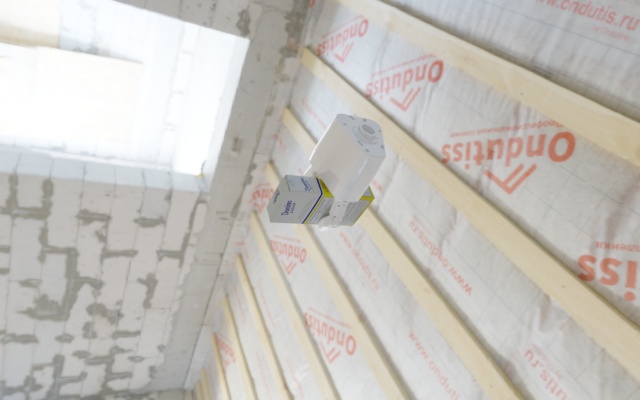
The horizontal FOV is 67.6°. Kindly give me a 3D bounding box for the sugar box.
[{"bbox_3d":[0.000,0.002,0.869,0.176,0.048,0.093,7,-42,-29],"label":"sugar box"}]
